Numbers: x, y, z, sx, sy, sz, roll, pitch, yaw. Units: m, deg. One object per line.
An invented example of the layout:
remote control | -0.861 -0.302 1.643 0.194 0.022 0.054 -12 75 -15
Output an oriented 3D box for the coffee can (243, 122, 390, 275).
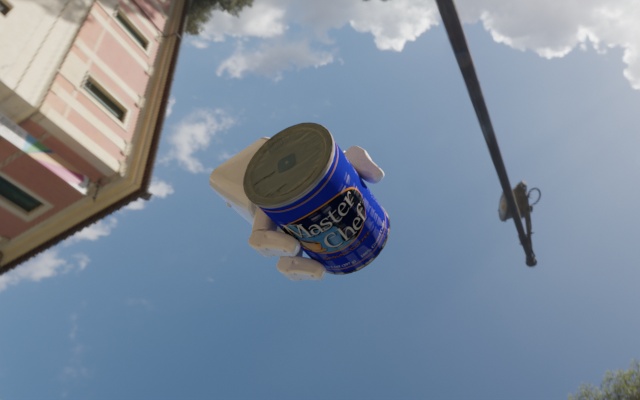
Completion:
coffee can | 0.000 0.002 0.510 0.103 0.102 0.140 0 -35 36
